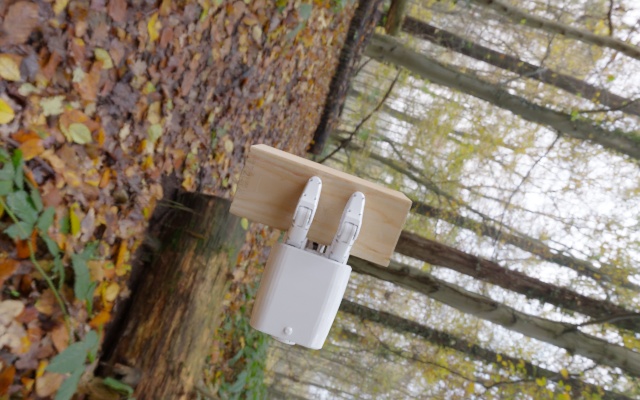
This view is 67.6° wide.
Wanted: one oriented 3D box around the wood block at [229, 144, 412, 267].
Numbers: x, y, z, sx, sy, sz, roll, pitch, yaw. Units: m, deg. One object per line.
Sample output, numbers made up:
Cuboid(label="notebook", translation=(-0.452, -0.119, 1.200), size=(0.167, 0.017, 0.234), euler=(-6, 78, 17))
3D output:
Cuboid(label="wood block", translation=(0.000, 0.002, 0.621), size=(0.206, 0.090, 0.091), euler=(19, 7, -1))
